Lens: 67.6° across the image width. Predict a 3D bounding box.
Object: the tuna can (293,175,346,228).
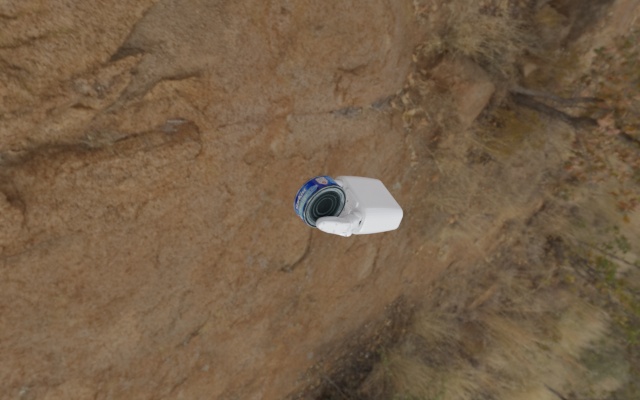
[{"bbox_3d":[0.000,0.003,0.795,0.086,0.086,0.033,0,32,-38],"label":"tuna can"}]
